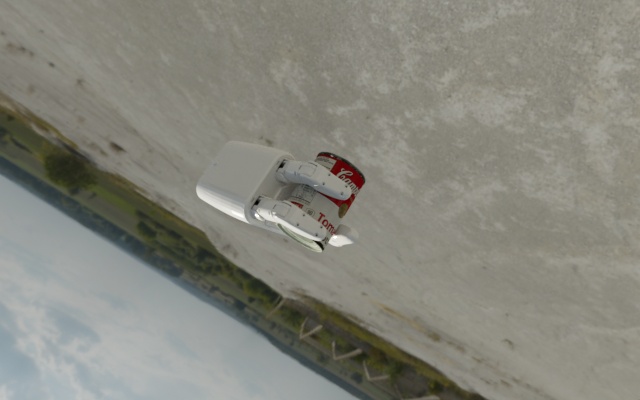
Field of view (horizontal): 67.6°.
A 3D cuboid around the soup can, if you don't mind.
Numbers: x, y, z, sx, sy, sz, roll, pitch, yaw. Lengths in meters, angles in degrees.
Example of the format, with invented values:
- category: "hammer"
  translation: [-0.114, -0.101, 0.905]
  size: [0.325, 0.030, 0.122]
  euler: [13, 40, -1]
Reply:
- category: "soup can"
  translation: [0.000, 0.002, 0.572]
  size: [0.068, 0.102, 0.068]
  euler: [29, -16, 9]
